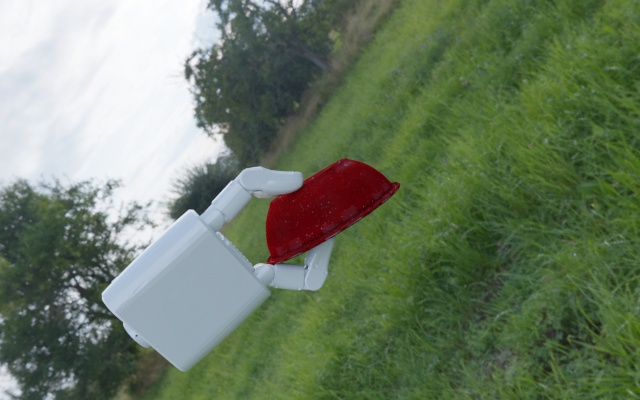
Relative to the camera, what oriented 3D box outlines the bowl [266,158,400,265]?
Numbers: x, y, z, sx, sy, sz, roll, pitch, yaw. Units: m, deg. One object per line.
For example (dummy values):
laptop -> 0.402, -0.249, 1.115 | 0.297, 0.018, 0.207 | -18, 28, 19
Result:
bowl -> 0.001, 0.001, 0.500 | 0.162, 0.055, 0.162 | -31, 4, 2
